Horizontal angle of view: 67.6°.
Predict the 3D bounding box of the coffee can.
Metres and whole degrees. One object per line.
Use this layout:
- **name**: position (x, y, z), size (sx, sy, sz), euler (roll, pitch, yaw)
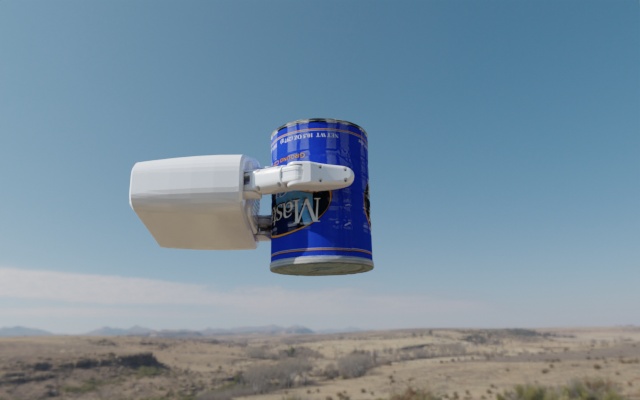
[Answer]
- **coffee can**: position (0.000, 0.002, 0.488), size (0.103, 0.140, 0.103), euler (-1, -15, 0)
